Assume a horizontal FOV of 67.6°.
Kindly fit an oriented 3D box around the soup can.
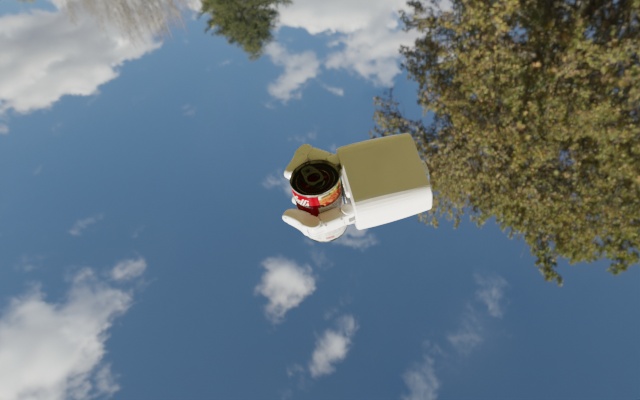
[{"bbox_3d":[0.000,0.003,0.668,0.068,0.068,0.102,0,-41,12],"label":"soup can"}]
